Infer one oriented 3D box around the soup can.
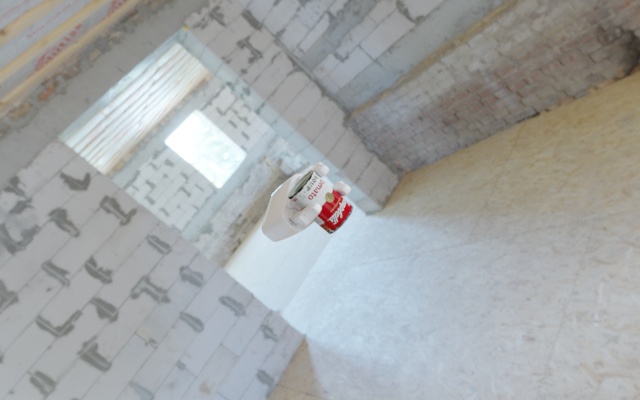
[{"bbox_3d":[0.000,0.003,0.866,0.102,0.068,0.068,42,-11,-13],"label":"soup can"}]
